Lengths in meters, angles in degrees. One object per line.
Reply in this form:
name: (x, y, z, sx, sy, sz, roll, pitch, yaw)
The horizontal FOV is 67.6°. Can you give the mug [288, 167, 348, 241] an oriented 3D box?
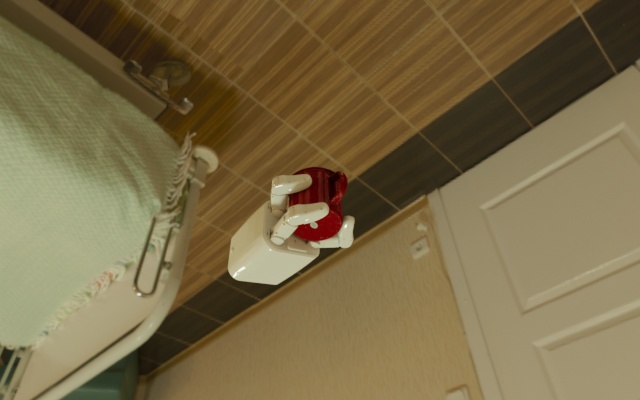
mug: (0.001, 0.002, 0.733, 0.093, 0.081, 0.117, 31, -53, -30)
